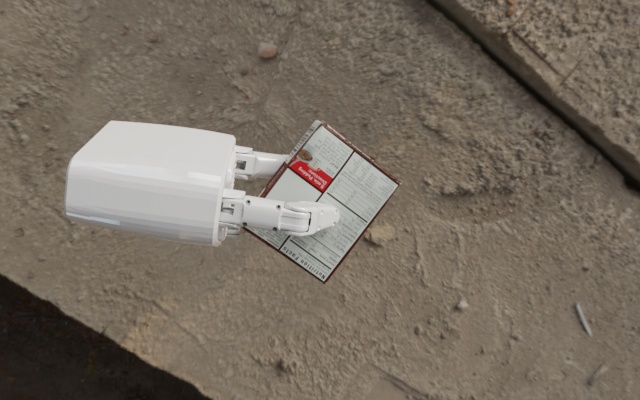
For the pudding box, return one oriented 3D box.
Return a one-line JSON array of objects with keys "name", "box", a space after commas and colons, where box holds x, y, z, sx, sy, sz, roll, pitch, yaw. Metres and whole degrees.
[{"name": "pudding box", "box": [0.000, 0.001, 0.413, 0.090, 0.113, 0.039, 37, 5, -12]}]
